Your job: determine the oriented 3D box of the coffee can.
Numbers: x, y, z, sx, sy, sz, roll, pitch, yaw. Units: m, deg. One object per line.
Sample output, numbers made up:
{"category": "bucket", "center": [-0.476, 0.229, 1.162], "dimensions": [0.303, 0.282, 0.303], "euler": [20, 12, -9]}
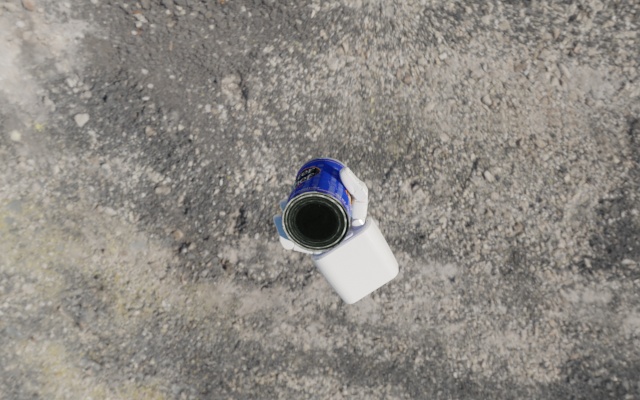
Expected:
{"category": "coffee can", "center": [0.000, 0.002, 0.766], "dimensions": [0.103, 0.103, 0.140], "euler": [0, 26, 7]}
